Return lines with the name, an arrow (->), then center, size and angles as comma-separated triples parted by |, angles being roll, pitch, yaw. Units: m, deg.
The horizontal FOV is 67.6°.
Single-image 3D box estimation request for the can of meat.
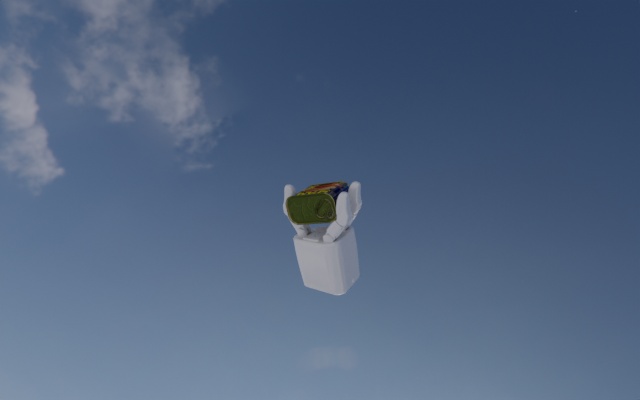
can of meat -> 0.000, 0.003, 0.895 | 0.102, 0.057, 0.084 | -5, 16, 30
